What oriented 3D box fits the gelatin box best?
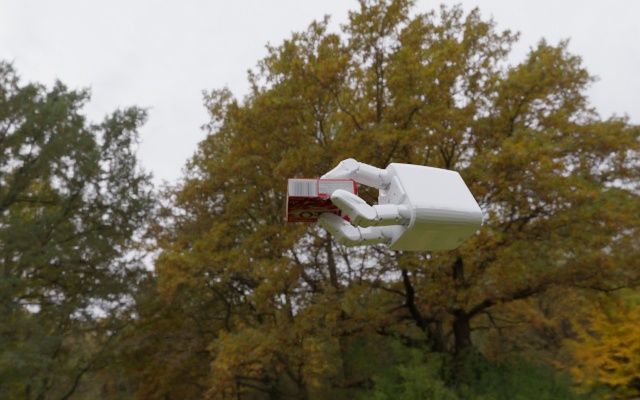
[{"bbox_3d":[0.000,0.002,0.631,0.089,0.030,0.073,1,-28,-5],"label":"gelatin box"}]
